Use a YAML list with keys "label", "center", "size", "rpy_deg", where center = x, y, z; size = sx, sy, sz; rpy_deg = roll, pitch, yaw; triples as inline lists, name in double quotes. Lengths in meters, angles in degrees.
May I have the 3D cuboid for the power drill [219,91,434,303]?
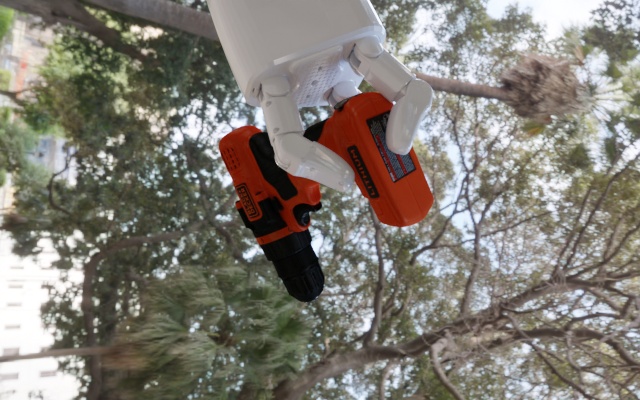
- label: "power drill"
  center: [0.000, 0.001, 0.418]
  size: [0.188, 0.184, 0.057]
  rpy_deg: [-18, 10, 44]
